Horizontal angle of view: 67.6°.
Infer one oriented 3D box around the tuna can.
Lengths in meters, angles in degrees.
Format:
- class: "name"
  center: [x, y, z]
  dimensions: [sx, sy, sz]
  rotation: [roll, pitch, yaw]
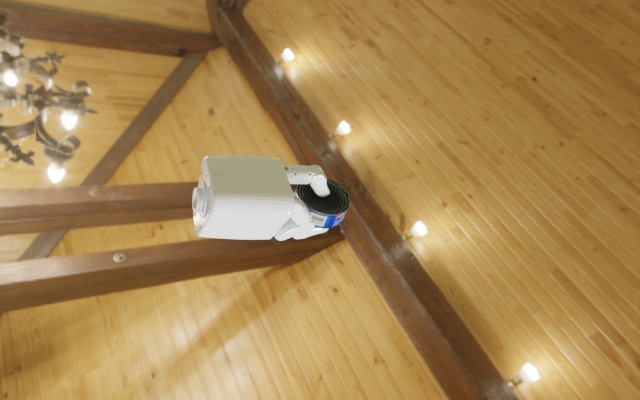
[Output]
- class: "tuna can"
  center: [0.000, 0.003, 0.736]
  dimensions: [0.086, 0.034, 0.086]
  rotation: [13, 41, -11]
